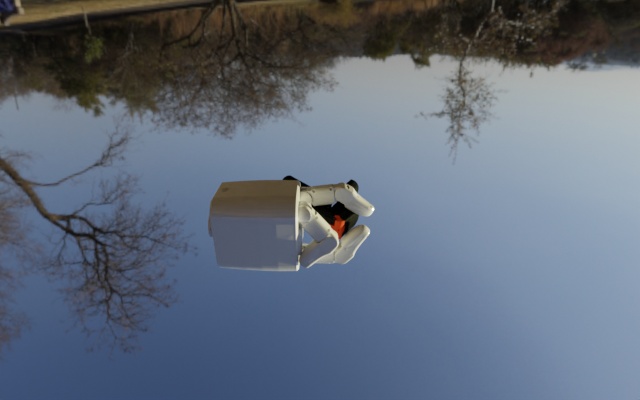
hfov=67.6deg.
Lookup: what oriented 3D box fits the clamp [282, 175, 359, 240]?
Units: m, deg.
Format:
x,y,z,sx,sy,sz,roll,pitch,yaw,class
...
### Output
x,y,z,sx,sy,sz,roll,pitch,yaw,class
0.000,0.003,0.683,0.120,0.039,0.171,1,21,-1,clamp
